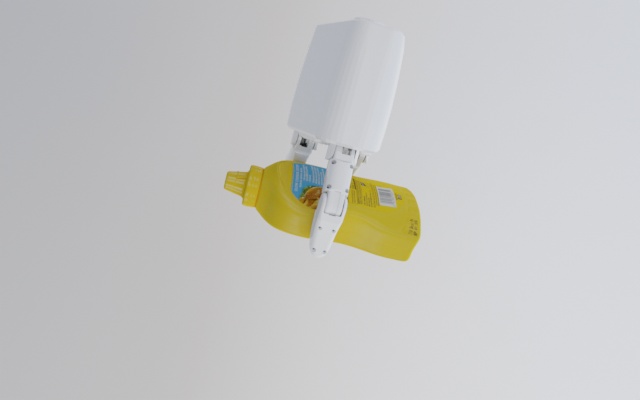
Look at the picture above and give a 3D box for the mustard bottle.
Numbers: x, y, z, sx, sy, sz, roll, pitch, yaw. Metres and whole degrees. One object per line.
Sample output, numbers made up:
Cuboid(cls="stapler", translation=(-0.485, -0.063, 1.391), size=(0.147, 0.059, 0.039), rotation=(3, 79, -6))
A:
Cuboid(cls="mustard bottle", translation=(0.000, 0.002, 0.477), size=(0.191, 0.058, 0.096), rotation=(14, 34, -10))
